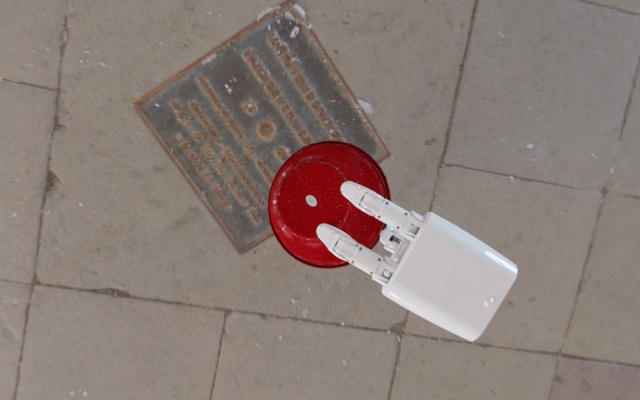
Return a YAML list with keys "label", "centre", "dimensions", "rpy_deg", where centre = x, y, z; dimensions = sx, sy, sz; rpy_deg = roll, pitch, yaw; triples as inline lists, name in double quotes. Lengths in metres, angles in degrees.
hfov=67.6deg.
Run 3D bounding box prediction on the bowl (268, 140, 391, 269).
- label: "bowl"
  centre: [-0.001, 0.001, 0.574]
  dimensions: [0.162, 0.162, 0.055]
  rpy_deg: [0, -5, 19]
